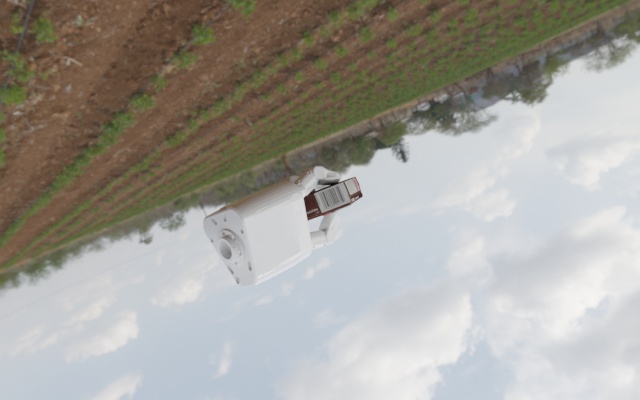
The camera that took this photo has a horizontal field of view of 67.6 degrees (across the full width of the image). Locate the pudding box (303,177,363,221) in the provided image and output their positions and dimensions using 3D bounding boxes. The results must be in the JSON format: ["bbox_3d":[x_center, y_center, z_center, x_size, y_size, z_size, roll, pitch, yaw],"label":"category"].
[{"bbox_3d":[0.000,0.003,0.719,0.113,0.039,0.090,-19,3,17],"label":"pudding box"}]
